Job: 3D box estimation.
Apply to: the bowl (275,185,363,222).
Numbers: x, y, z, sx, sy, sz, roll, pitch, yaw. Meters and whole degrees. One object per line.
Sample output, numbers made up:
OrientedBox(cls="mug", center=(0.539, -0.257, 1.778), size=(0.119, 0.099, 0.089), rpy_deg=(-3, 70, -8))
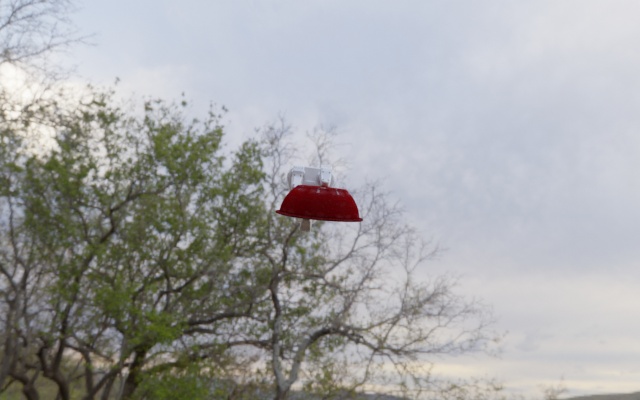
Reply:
OrientedBox(cls="bowl", center=(0.001, 0.003, 0.872), size=(0.162, 0.055, 0.162), rpy_deg=(6, 3, 0))
